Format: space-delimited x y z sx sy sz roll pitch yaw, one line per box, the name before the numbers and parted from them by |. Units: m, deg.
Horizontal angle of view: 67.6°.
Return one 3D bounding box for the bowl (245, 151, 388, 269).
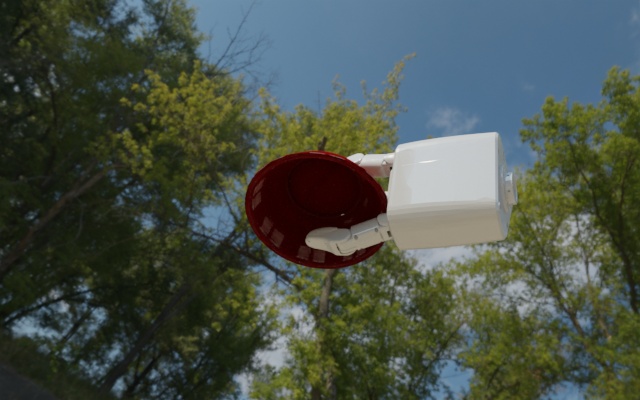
bowl | -0.001 0.002 0.538 0.162 0.162 0.055 0 37 10
